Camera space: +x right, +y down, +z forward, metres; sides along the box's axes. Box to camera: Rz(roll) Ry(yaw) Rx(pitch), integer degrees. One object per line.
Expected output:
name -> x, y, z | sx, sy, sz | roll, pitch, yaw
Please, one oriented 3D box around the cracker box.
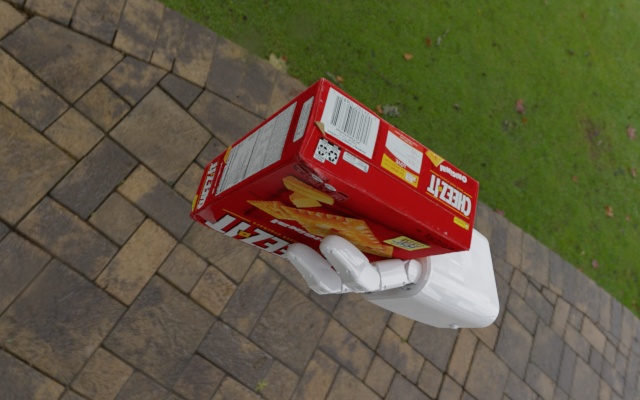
cracker box -> 0.000, 0.001, 0.425 | 0.164, 0.072, 0.214 | 28, -27, -26
